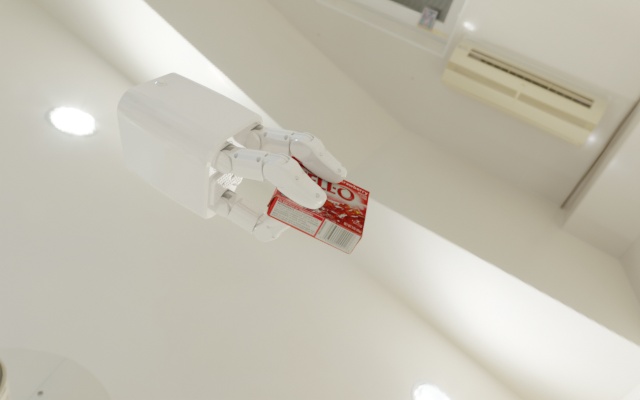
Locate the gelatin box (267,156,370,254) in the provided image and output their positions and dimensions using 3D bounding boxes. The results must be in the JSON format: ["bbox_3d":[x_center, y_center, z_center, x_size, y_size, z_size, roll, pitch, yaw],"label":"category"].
[{"bbox_3d":[0.000,0.002,0.457,0.089,0.030,0.073,26,35,-7],"label":"gelatin box"}]
